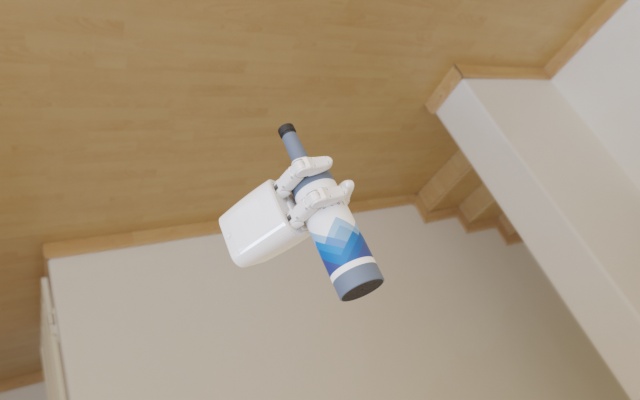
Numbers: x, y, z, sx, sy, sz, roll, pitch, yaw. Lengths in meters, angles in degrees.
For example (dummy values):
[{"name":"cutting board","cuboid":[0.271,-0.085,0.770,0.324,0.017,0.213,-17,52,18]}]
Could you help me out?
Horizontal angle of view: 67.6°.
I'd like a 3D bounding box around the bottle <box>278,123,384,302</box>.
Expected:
[{"name":"bottle","cuboid":[0.000,0.002,0.709,0.069,0.295,0.069,-20,-27,-11]}]
